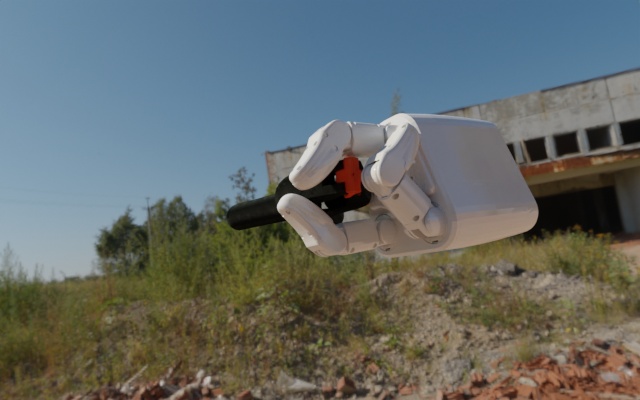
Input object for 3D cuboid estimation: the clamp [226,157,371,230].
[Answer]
[{"bbox_3d":[0.000,0.001,0.424,0.120,0.039,0.171,-4,-8,-33],"label":"clamp"}]
